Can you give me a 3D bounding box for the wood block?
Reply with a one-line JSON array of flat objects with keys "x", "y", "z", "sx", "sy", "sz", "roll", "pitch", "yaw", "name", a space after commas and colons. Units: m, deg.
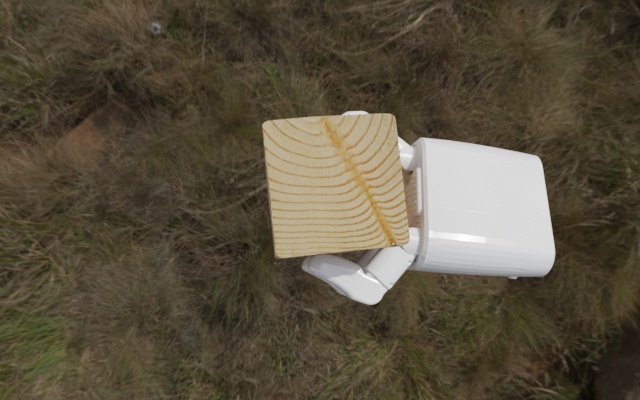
[{"x": 0.000, "y": 0.001, "z": 0.408, "sx": 0.090, "sy": 0.091, "sz": 0.206, "roll": -5, "pitch": -7, "yaw": -6, "name": "wood block"}]
